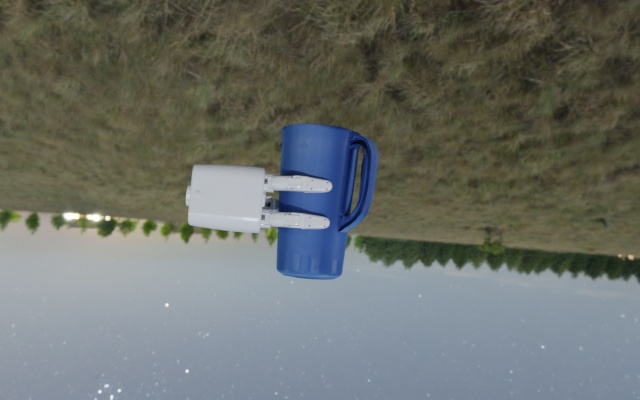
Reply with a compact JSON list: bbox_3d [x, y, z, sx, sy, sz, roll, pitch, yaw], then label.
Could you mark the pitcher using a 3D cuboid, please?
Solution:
[{"bbox_3d":[0.000,0.003,0.774,0.145,0.243,0.149,5,-3,-10],"label":"pitcher"}]
